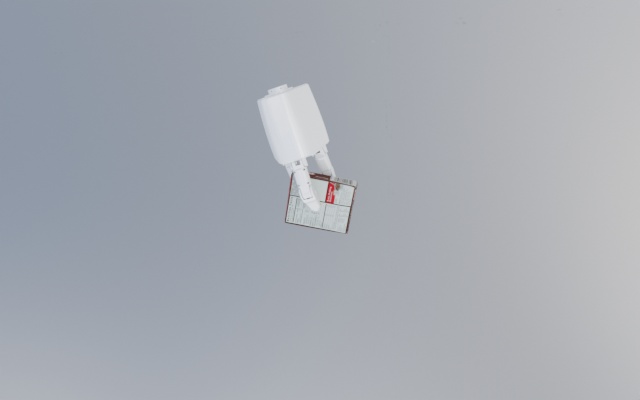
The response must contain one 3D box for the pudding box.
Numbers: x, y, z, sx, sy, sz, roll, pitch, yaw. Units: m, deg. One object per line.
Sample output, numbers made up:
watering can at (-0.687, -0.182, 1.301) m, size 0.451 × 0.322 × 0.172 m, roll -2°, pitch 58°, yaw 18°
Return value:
pudding box at (0.000, 0.003, 0.819) m, size 0.113 × 0.090 × 0.039 m, roll 11°, pitch 17°, yaw 4°
